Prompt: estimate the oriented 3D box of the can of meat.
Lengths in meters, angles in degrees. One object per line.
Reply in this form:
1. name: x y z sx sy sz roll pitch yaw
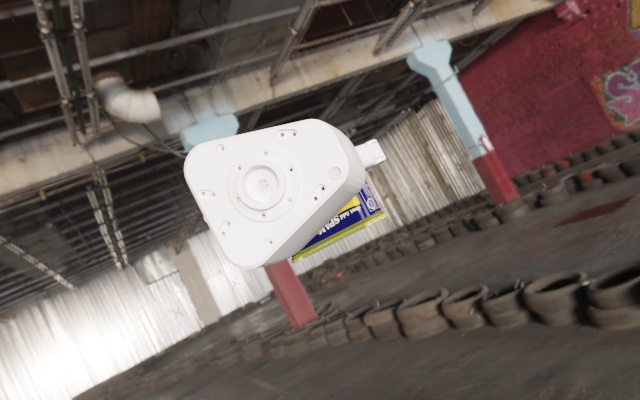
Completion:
1. can of meat: 0.000 0.001 0.468 0.102 0.084 0.057 -28 -4 13
